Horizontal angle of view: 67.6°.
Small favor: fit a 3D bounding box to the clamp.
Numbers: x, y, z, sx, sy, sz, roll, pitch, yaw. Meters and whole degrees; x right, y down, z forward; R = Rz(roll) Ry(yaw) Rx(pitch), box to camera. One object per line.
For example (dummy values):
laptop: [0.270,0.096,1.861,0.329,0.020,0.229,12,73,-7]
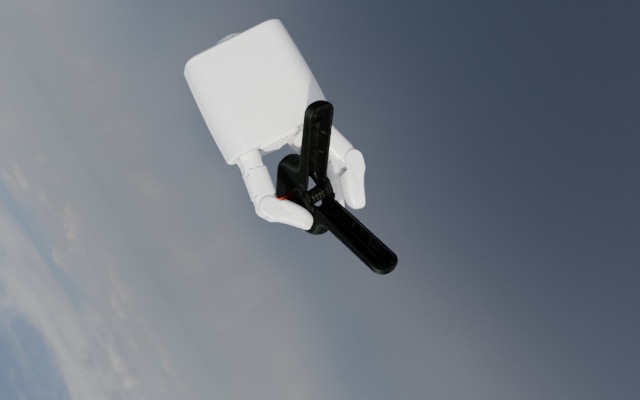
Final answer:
clamp: [-0.001,0.002,0.498,0.036,0.164,0.210,-26,1,-21]
